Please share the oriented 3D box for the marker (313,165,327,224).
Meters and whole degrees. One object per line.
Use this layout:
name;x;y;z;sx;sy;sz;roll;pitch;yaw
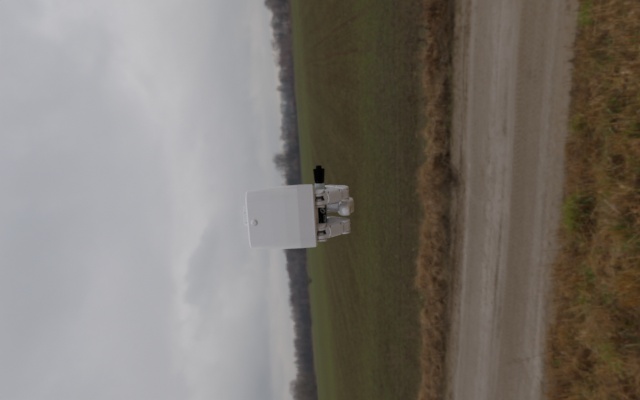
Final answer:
marker;0.000;0.003;0.788;0.020;0.121;0.020;-3;11;1
